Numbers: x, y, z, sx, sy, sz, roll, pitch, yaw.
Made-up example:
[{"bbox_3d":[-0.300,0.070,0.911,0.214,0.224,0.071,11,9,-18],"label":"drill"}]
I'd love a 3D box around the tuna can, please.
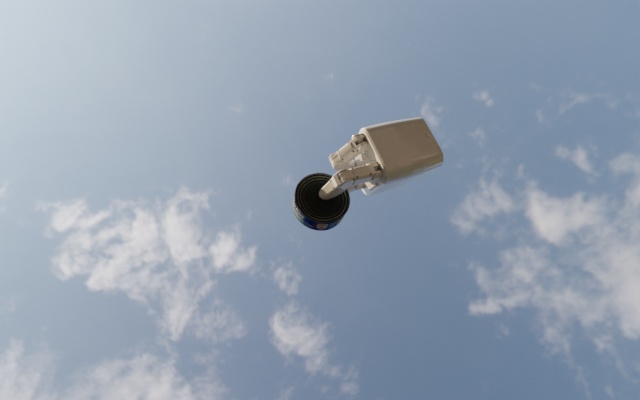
[{"bbox_3d":[0.000,0.003,0.735,0.086,0.086,0.034,0,-27,-13],"label":"tuna can"}]
